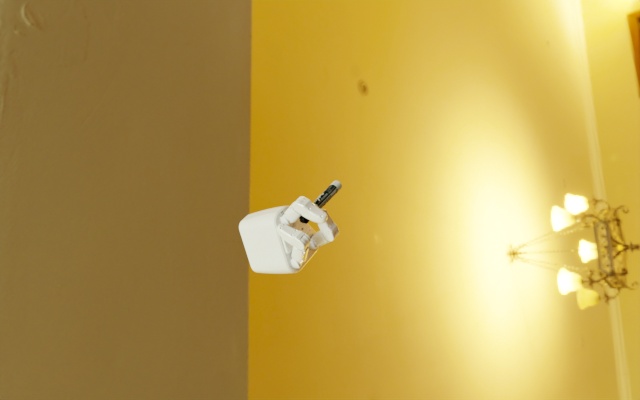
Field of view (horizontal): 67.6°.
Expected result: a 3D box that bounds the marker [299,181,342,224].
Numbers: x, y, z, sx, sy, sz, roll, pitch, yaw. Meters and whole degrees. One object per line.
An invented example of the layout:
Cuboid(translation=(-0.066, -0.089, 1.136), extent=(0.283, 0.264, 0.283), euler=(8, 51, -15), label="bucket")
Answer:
Cuboid(translation=(0.000, 0.003, 0.829), extent=(0.020, 0.020, 0.121), euler=(0, 31, 37), label="marker")
